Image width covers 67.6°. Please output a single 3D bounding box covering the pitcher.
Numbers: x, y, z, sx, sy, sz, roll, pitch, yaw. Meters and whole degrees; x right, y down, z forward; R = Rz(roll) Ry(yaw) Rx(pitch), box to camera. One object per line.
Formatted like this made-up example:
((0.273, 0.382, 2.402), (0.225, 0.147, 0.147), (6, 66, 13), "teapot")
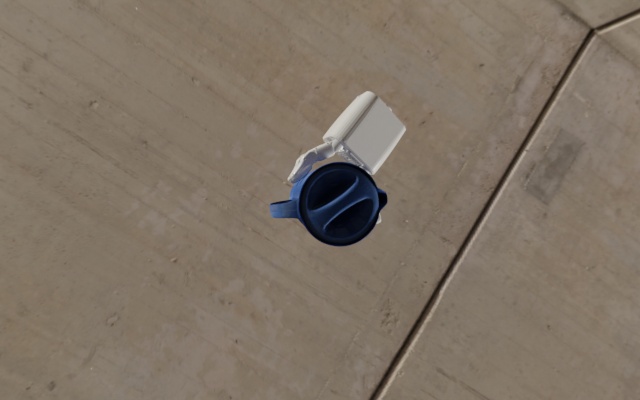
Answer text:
((0.000, 0.003, 0.856), (0.149, 0.145, 0.243), (37, -5, -10), "pitcher")
